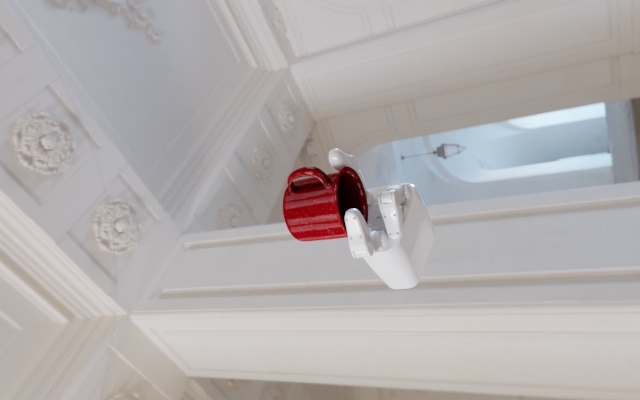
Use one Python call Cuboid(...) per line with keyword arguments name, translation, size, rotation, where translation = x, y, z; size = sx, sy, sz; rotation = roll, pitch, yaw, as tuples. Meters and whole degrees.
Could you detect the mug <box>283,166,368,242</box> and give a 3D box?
Cuboid(name="mug", translation=(-0.001, 0.001, 0.600), size=(0.081, 0.093, 0.117), rotation=(-9, -41, 28))
